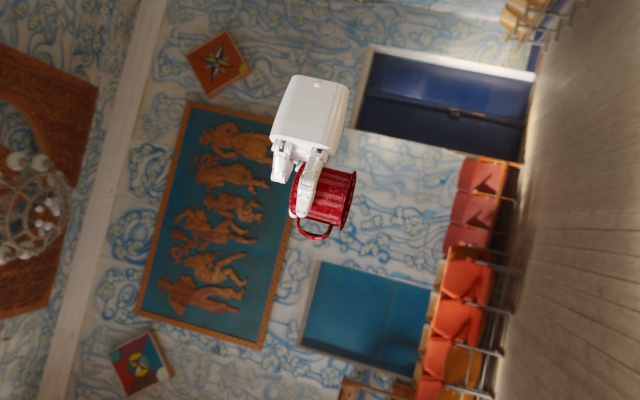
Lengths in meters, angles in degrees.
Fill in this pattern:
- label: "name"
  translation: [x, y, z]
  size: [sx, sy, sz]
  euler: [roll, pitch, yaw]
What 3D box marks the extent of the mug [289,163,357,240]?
- label: "mug"
  translation: [0.000, 0.004, 0.713]
  size: [0.081, 0.117, 0.093]
  euler: [14, -16, 9]
